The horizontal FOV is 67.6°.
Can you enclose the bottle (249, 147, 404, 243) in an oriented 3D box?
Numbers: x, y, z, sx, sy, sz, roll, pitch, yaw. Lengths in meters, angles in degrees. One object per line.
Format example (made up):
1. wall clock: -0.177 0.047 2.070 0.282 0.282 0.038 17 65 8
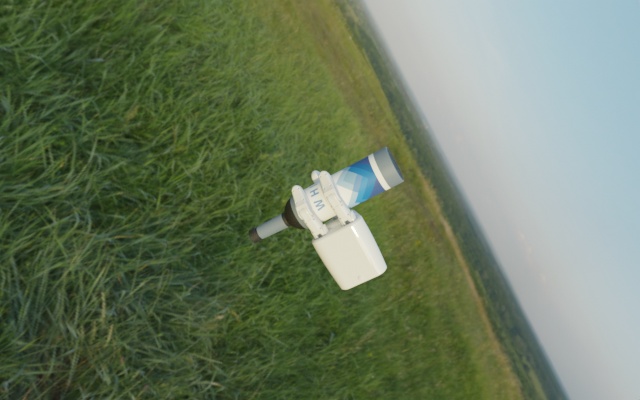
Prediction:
1. bottle: 0.000 0.003 0.849 0.296 0.069 0.069 -27 -8 15
